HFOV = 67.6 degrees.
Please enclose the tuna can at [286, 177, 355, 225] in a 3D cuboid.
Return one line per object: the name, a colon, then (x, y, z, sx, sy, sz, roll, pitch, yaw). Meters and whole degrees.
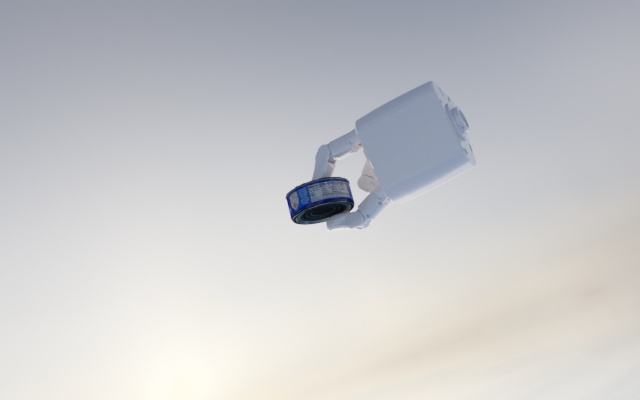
tuna can: (0.000, 0.003, 0.616, 0.086, 0.033, 0.086, -13, -18, -4)
